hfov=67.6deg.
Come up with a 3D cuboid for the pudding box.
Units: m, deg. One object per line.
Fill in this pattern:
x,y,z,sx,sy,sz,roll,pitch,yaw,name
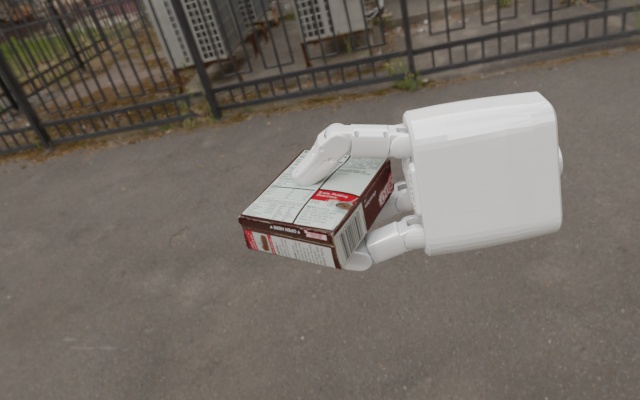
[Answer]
0.000,0.001,0.402,0.090,0.039,0.113,8,37,29,pudding box
